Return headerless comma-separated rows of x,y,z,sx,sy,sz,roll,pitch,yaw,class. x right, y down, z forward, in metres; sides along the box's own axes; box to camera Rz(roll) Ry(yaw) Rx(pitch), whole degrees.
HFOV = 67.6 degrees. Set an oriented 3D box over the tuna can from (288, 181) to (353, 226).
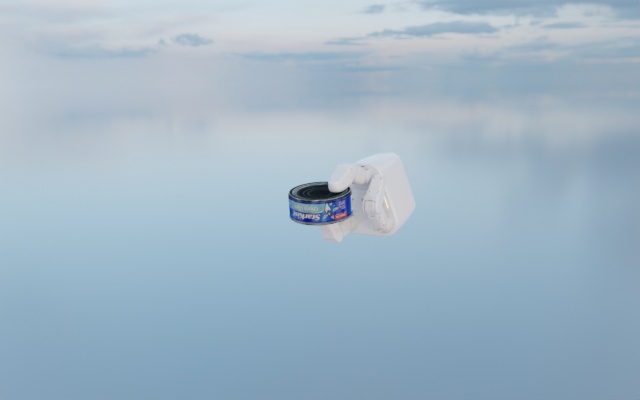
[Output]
0.000,0.002,0.633,0.086,0.034,0.086,-3,19,1,tuna can
